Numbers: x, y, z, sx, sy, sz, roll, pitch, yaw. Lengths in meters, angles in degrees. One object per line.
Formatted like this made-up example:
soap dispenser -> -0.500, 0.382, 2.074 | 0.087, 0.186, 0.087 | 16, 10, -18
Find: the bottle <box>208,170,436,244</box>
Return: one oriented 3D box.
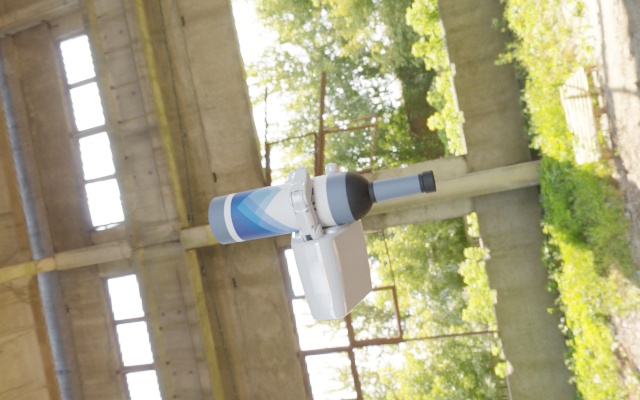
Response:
bottle -> 0.000, 0.002, 0.623 | 0.296, 0.069, 0.069 | -11, -3, 16
